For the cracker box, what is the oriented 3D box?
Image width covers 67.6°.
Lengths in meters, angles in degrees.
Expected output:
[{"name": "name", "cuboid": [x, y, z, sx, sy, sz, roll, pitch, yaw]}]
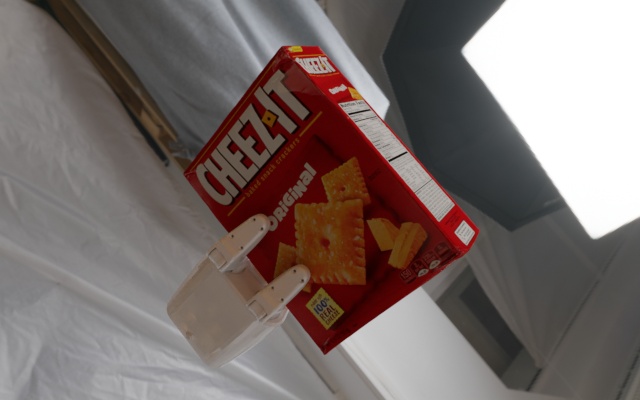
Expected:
[{"name": "cracker box", "cuboid": [0.000, 0.001, 0.417, 0.164, 0.213, 0.072, -44, -8, 30]}]
